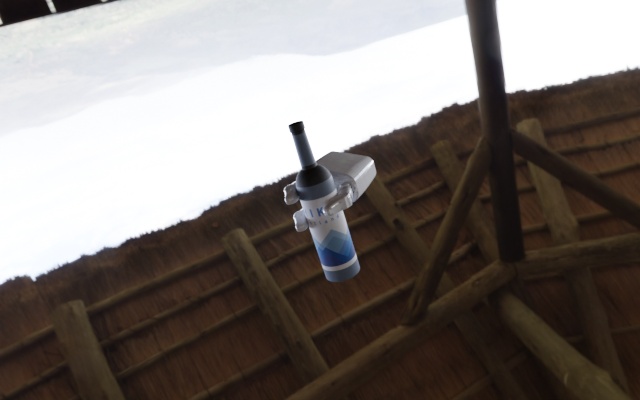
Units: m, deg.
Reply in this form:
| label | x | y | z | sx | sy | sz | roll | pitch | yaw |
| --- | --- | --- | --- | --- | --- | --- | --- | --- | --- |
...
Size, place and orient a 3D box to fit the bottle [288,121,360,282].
| label | x | y | z | sx | sy | sz | roll | pitch | yaw |
| --- | --- | --- | --- | --- | --- | --- | --- | --- | --- |
| bottle | 0.000 | 0.003 | 0.847 | 0.069 | 0.296 | 0.069 | -16 | 20 | 6 |
